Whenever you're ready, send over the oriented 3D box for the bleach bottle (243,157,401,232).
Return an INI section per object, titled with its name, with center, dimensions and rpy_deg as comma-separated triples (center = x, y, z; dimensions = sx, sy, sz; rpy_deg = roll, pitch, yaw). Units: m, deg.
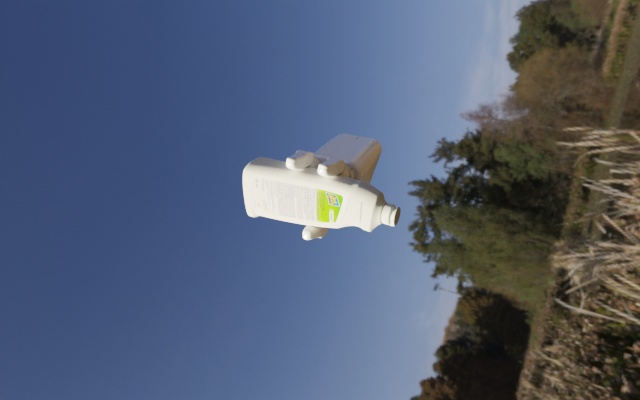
[bleach bottle]
center = 0.000, 0.002, 0.744
dimensions = 0.251, 0.103, 0.068
rpy_deg = 14, 36, 24
